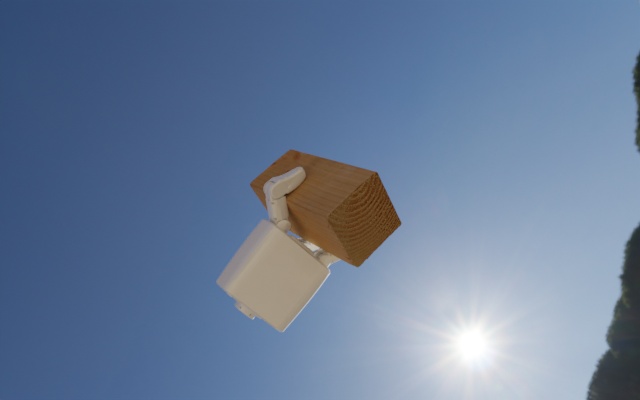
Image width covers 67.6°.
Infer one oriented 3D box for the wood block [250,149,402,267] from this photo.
[{"bbox_3d":[0.000,0.002,0.664,0.090,0.091,0.206,-42,33,-18],"label":"wood block"}]
